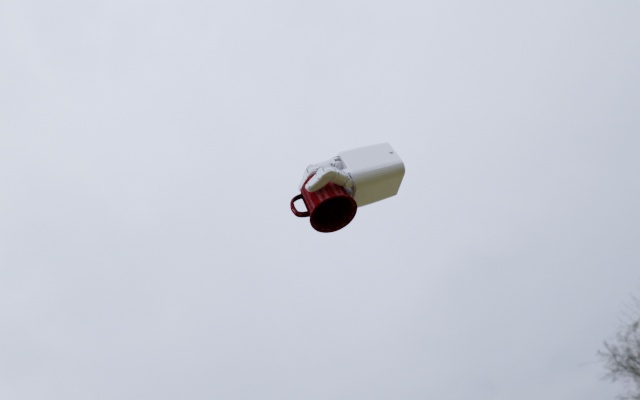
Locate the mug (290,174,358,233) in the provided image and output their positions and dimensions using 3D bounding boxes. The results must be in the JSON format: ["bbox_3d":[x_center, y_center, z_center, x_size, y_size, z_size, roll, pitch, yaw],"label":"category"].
[{"bbox_3d":[-0.001,0.003,0.893,0.117,0.093,0.081,-13,44,-14],"label":"mug"}]
